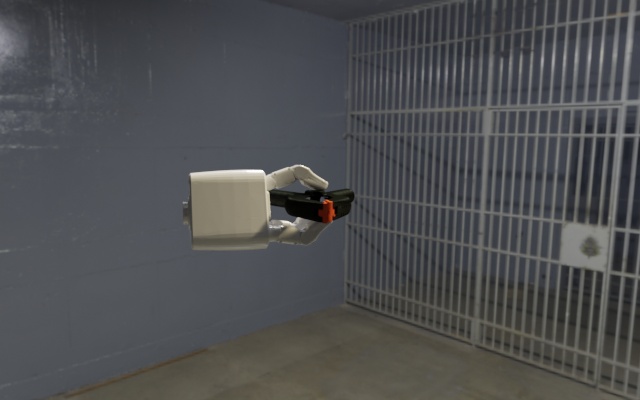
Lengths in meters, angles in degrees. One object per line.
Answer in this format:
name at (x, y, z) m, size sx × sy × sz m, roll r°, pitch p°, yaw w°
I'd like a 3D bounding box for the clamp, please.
clamp at (0.000, 0.002, 0.714) m, size 0.164 × 0.036 × 0.210 m, roll -2°, pitch 7°, yaw -17°
